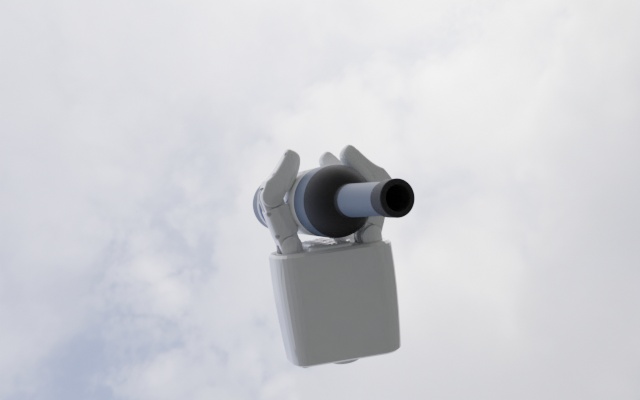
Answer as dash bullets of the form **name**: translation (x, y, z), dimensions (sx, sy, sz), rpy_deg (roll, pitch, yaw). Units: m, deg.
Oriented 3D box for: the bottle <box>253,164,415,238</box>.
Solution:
- **bottle**: translation (0.000, 0.001, 0.462), dimensions (0.069, 0.069, 0.296), rpy_deg (0, -1, -21)
